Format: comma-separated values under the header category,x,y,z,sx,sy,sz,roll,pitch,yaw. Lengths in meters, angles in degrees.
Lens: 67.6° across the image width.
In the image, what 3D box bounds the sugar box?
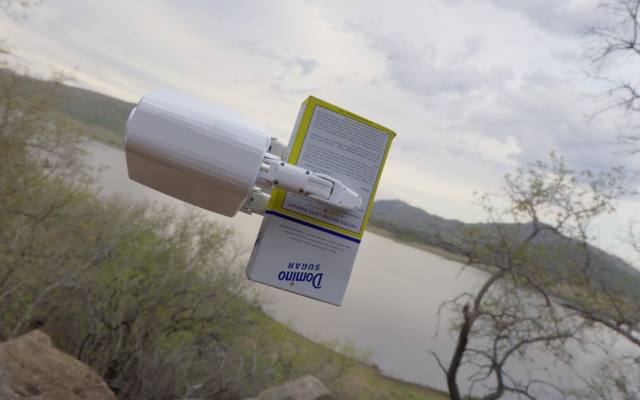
category,x,y,z,sx,sy,sz,roll,pitch,yaw
sugar box,0.000,0.001,0.454,0.093,0.176,0.048,20,-3,-14
